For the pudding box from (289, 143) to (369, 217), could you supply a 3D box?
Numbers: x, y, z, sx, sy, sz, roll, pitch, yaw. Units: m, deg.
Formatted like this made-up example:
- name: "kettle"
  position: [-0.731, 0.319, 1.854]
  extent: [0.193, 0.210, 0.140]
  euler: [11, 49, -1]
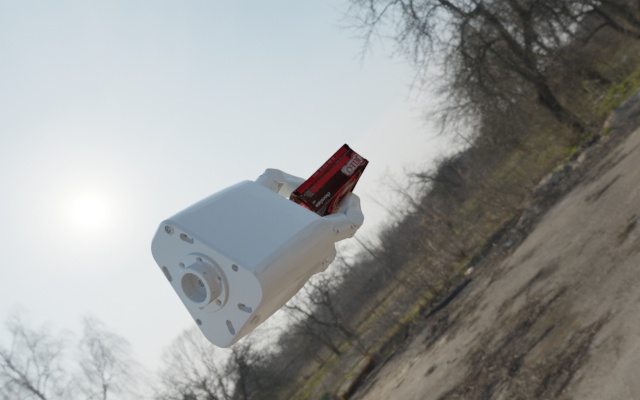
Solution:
- name: "pudding box"
  position: [0.000, 0.002, 0.522]
  extent: [0.090, 0.039, 0.113]
  euler: [-44, -9, -29]
